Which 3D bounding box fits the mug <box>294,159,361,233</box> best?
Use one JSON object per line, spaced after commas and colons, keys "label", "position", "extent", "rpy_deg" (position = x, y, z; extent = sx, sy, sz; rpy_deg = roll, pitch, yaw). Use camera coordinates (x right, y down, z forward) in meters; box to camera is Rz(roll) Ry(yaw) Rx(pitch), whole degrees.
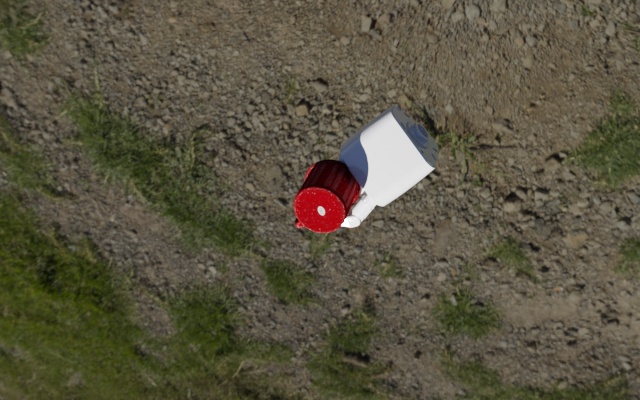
{"label": "mug", "position": [-0.001, 0.003, 0.735], "extent": [0.117, 0.093, 0.081], "rpy_deg": [-38, 13, 31]}
